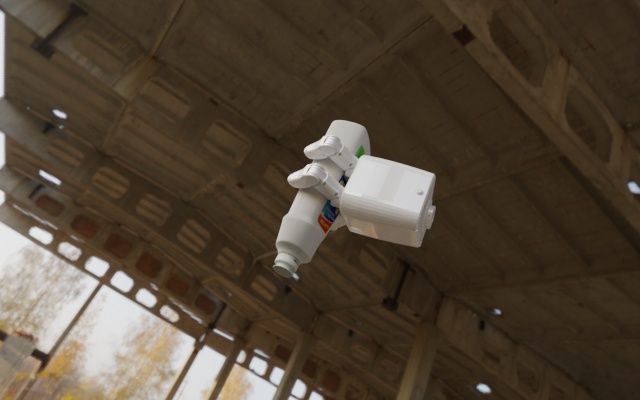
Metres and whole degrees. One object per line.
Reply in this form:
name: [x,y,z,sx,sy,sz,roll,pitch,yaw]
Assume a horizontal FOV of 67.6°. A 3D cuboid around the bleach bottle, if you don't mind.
bleach bottle: [0.000,0.002,0.692,0.068,0.250,0.103,16,-33,18]
